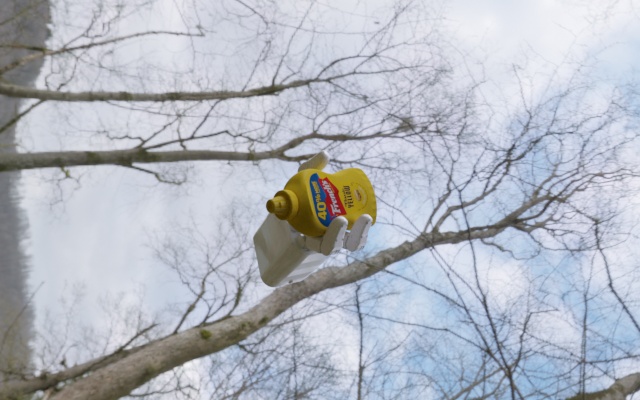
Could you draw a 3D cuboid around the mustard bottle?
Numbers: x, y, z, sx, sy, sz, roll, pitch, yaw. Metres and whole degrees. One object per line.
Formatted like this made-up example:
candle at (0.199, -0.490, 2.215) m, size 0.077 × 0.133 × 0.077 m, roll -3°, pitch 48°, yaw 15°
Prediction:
mustard bottle at (0.001, 0.002, 0.687) m, size 0.191 × 0.096 × 0.058 m, roll -5°, pitch -10°, yaw -45°
